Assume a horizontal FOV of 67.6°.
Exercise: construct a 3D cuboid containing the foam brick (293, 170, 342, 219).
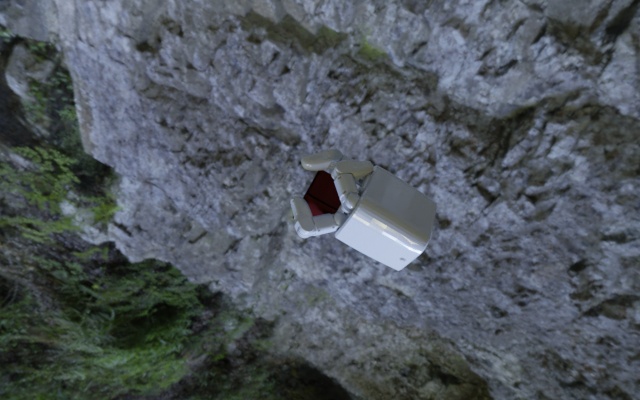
[{"bbox_3d":[0.000,0.002,0.702,0.051,0.053,0.078,29,-33,-2],"label":"foam brick"}]
